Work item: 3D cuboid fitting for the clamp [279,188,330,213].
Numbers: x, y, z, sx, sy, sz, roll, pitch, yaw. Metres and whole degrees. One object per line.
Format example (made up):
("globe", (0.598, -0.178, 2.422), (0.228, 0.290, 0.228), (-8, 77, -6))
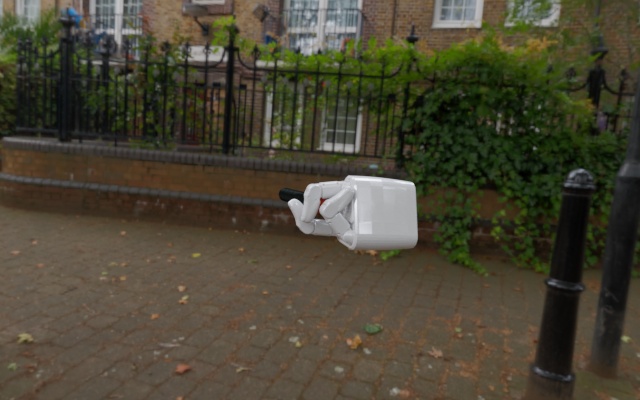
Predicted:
("clamp", (0.000, 0.002, 0.825), (0.120, 0.039, 0.171), (3, 7, -16))
